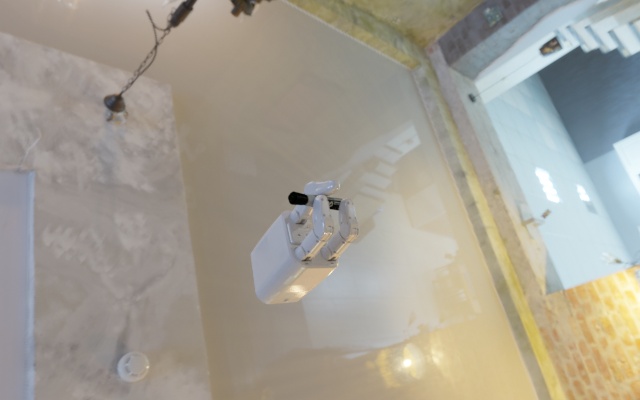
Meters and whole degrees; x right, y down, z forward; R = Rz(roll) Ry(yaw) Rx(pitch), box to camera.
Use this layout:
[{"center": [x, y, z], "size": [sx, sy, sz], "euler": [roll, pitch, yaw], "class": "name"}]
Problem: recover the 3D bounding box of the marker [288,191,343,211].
[{"center": [0.000, 0.002, 0.699], "size": [0.020, 0.020, 0.121], "euler": [0, -6, 45], "class": "marker"}]
